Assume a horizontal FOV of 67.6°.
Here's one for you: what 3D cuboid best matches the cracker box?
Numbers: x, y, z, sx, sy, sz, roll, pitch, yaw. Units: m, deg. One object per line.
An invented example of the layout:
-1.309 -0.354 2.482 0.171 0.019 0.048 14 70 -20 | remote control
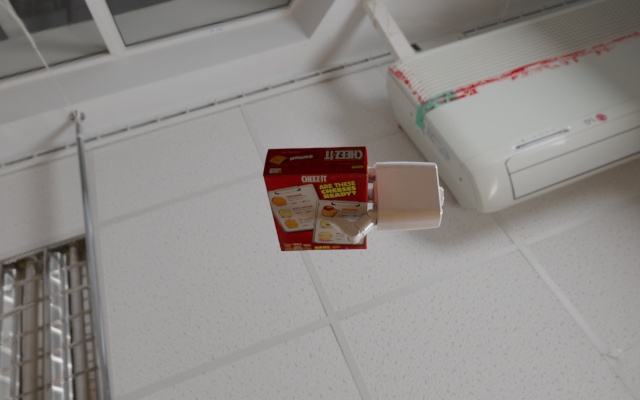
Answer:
0.000 0.003 0.828 0.164 0.072 0.214 -1 -39 4 | cracker box
